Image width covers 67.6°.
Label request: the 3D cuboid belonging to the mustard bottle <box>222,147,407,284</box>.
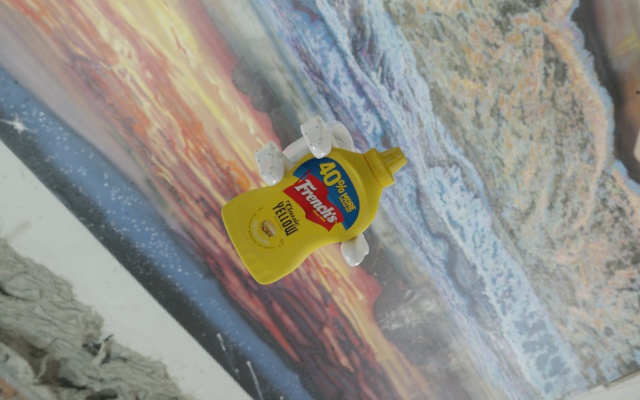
[{"bbox_3d":[0.000,0.002,0.486,0.191,0.096,0.058,-30,-8,11],"label":"mustard bottle"}]
